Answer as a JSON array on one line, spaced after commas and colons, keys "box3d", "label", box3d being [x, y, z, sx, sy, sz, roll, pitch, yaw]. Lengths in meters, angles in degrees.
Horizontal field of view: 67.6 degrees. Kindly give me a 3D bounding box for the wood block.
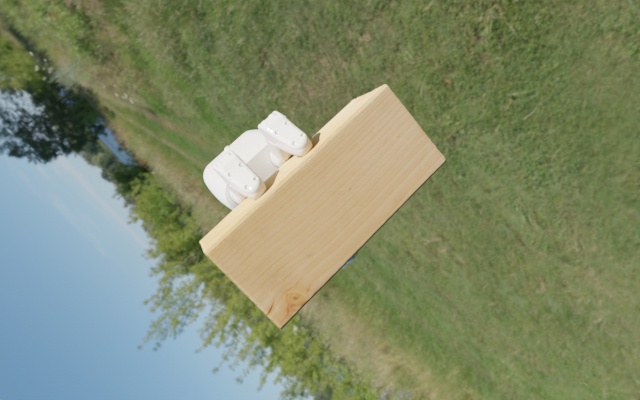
[{"box3d": [0.000, 0.002, 0.436, 0.206, 0.091, 0.090, -44, 13, -11], "label": "wood block"}]
